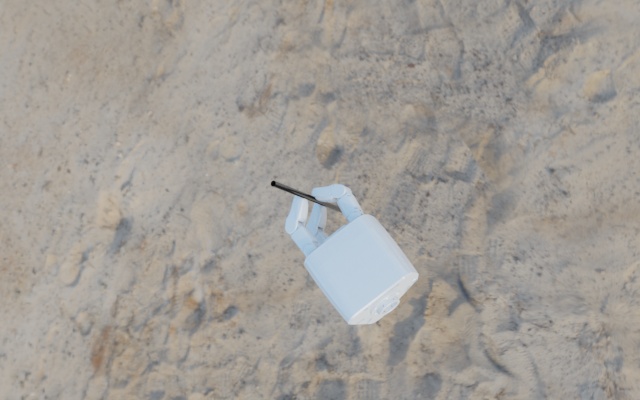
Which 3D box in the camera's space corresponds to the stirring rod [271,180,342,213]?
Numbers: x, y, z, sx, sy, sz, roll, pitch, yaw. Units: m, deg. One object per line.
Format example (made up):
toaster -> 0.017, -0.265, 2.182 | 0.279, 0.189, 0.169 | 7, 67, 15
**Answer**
stirring rod -> 0.000, 0.002, 0.715 | 0.011, 0.011, 0.239 | 0, -12, 31
